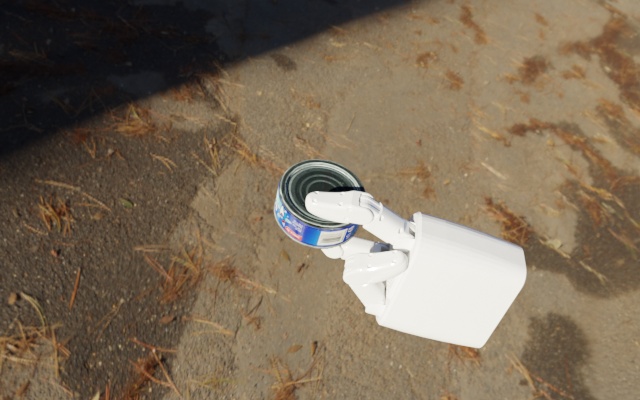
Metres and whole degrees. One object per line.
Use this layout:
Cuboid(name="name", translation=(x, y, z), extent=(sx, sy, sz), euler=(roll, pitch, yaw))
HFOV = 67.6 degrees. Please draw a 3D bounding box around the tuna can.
Cuboid(name="tuna can", translation=(0.000, 0.001, 0.455), extent=(0.086, 0.086, 0.034), euler=(0, -39, -14))
